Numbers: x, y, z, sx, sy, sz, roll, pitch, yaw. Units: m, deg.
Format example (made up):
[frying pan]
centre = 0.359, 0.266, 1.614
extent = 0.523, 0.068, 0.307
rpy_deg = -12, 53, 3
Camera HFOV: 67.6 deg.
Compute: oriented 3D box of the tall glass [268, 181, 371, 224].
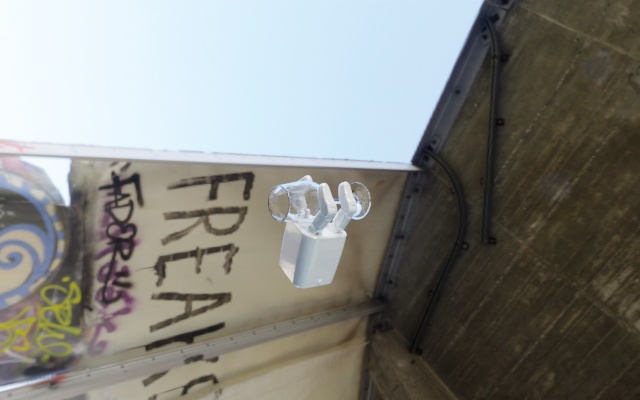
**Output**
[tall glass]
centre = 0.001, 0.003, 0.894
extent = 0.201, 0.079, 0.079
rpy_deg = -1, 1, -43
